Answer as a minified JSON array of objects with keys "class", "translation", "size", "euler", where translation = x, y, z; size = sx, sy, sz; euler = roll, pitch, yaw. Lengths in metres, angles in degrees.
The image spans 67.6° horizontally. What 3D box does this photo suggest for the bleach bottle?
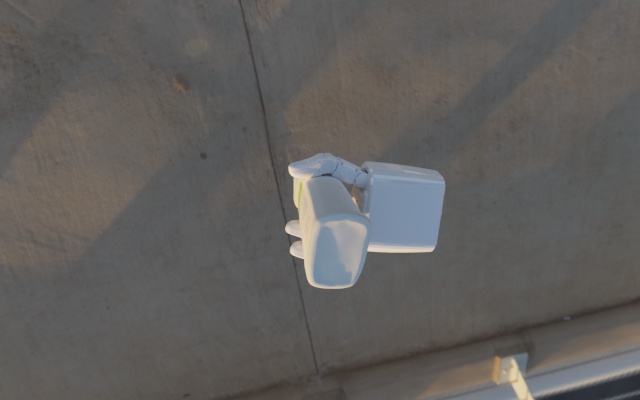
[{"class":"bleach bottle","translation":[0.000,0.002,0.626],"size":[0.068,0.103,0.250],"euler":[4,27,-12]}]
